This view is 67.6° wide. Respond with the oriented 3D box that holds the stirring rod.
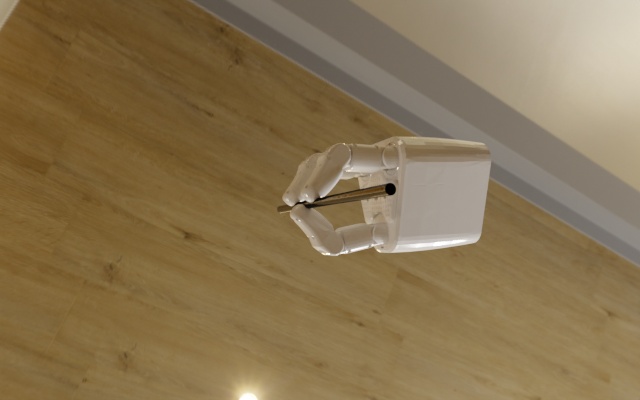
[{"bbox_3d":[0.000,0.001,0.410,0.011,0.011,0.239,0,-4,-21],"label":"stirring rod"}]
